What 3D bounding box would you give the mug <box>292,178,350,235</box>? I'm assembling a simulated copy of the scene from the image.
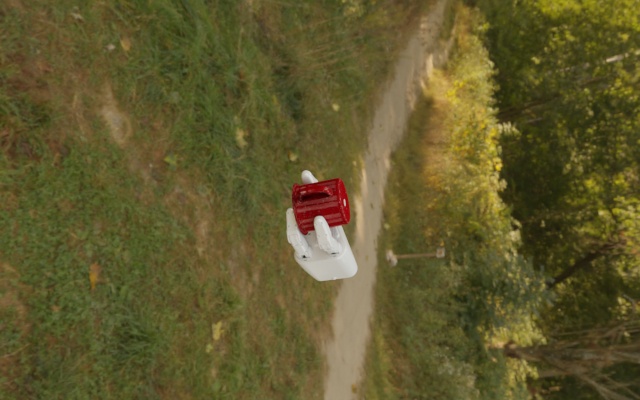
[{"bbox_3d":[0.000,0.002,0.811,0.081,0.093,0.117,-11,-29,12],"label":"mug"}]
